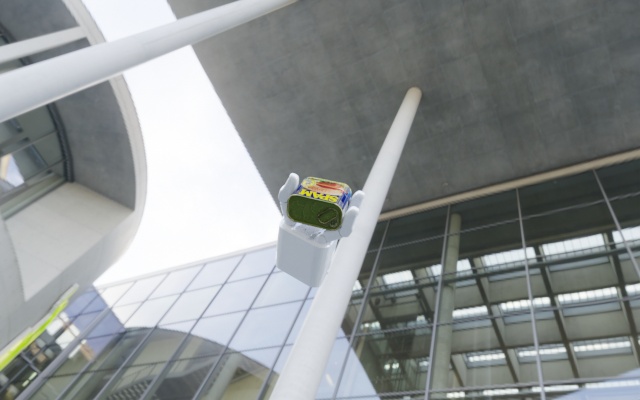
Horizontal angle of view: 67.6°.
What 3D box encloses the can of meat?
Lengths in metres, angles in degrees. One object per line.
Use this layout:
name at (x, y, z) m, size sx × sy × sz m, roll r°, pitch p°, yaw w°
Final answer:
can of meat at (0.000, 0.003, 0.870) m, size 0.102 × 0.057 × 0.084 m, roll 13°, pitch 31°, yaw 12°
